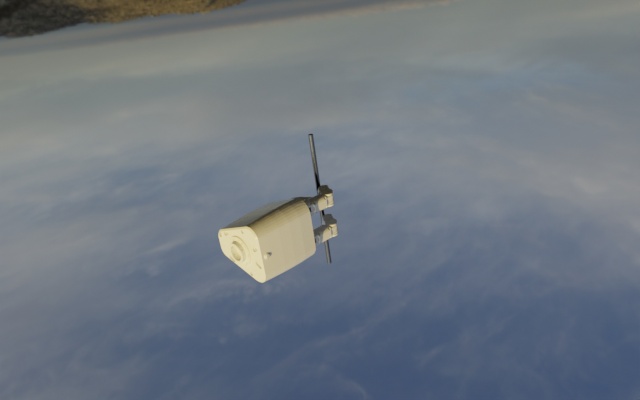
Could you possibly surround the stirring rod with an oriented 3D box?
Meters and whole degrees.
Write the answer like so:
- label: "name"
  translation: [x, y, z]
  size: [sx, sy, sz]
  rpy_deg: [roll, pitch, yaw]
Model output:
- label: "stirring rod"
  translation: [0.000, 0.003, 0.822]
  size: [0.011, 0.240, 0.011]
  rpy_deg: [-7, 23, 3]
